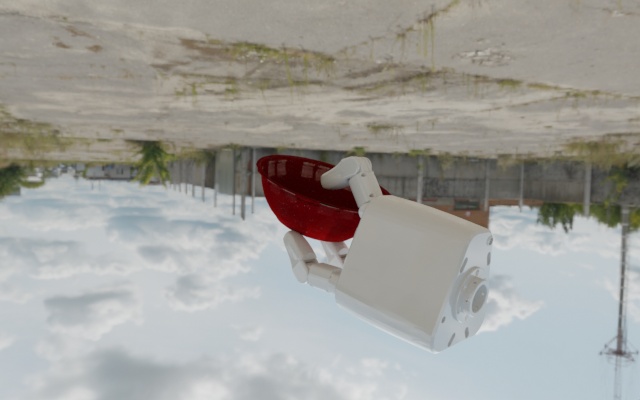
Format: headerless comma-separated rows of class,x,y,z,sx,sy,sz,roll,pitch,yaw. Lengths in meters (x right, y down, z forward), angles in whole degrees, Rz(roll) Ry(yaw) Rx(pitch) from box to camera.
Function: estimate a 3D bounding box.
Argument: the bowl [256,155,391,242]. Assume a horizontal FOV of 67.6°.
bowl,-0.001,0.002,0.541,0.162,0.055,0.162,16,19,-6
